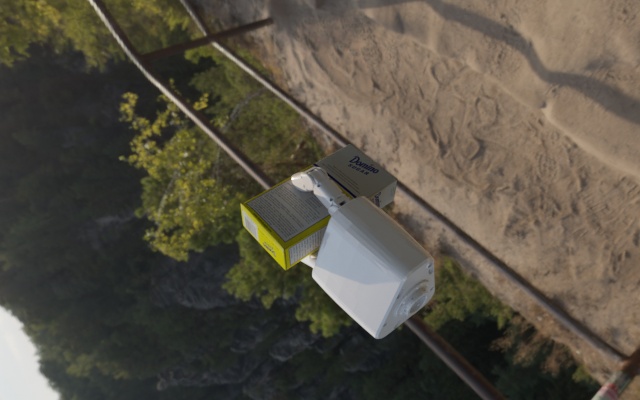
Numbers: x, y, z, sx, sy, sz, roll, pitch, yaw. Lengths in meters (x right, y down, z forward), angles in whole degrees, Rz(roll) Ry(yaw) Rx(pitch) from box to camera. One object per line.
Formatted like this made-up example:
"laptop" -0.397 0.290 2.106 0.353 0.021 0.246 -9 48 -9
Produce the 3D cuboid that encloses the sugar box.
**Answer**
"sugar box" 0.000 0.002 0.589 0.176 0.048 0.093 -28 52 -27
